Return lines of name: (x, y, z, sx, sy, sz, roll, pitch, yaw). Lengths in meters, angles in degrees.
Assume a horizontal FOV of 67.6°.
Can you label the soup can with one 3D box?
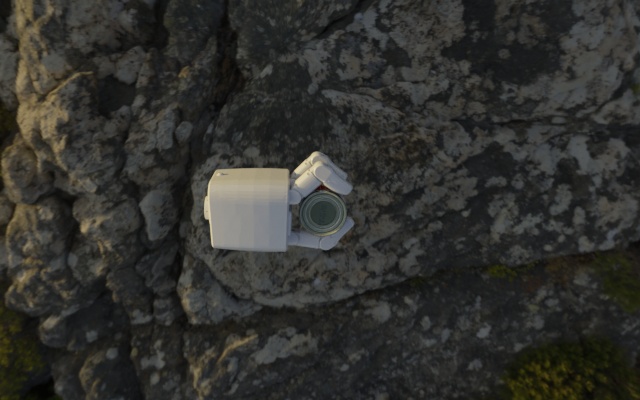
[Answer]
soup can: (0.001, 0.002, 0.685, 0.068, 0.068, 0.102, 0, 18, -4)
